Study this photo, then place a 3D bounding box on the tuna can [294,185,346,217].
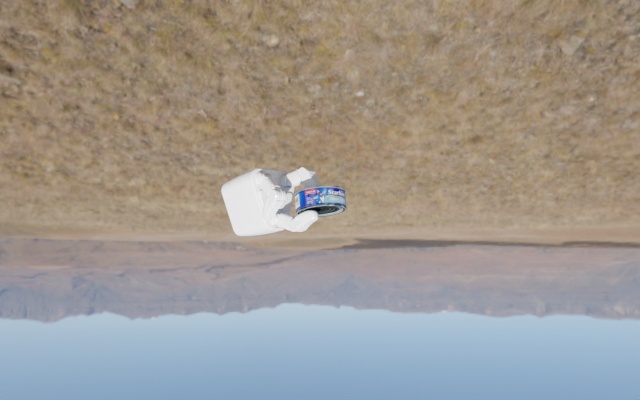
[{"bbox_3d":[0.000,0.003,0.798,0.086,0.033,0.086,-5,-14,-1],"label":"tuna can"}]
